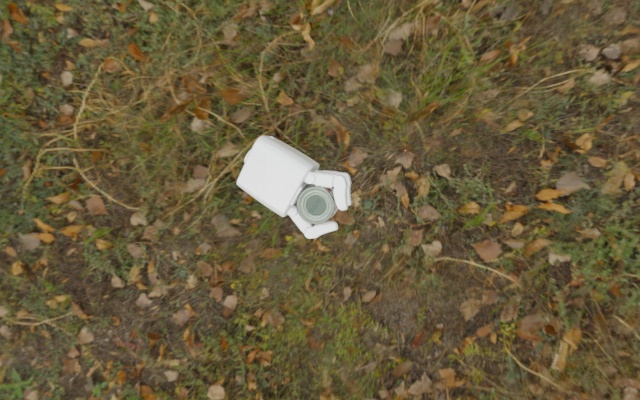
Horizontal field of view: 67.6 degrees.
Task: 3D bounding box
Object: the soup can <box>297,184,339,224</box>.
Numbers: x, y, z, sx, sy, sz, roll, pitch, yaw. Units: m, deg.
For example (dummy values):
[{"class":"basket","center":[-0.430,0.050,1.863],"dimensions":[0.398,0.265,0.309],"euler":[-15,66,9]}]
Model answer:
[{"class":"soup can","center":[0.000,0.003,0.853],"dimensions":[0.068,0.068,0.102],"euler":[0,6,10]}]
